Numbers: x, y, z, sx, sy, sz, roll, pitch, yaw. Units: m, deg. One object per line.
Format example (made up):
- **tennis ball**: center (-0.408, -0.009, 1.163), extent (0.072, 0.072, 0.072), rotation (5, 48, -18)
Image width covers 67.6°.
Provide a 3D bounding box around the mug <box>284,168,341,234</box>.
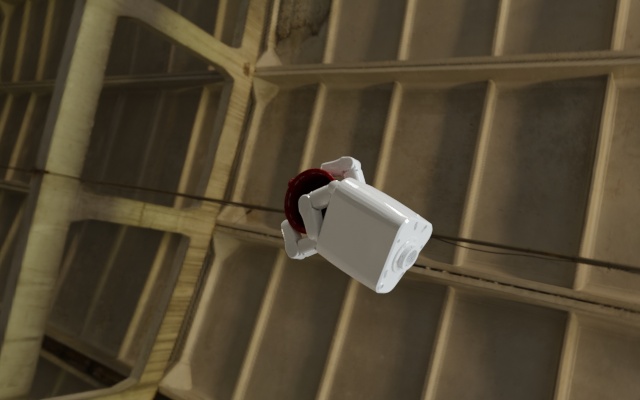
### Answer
- **mug**: center (-0.001, 0.002, 0.700), extent (0.117, 0.093, 0.081), rotation (33, 9, 35)
